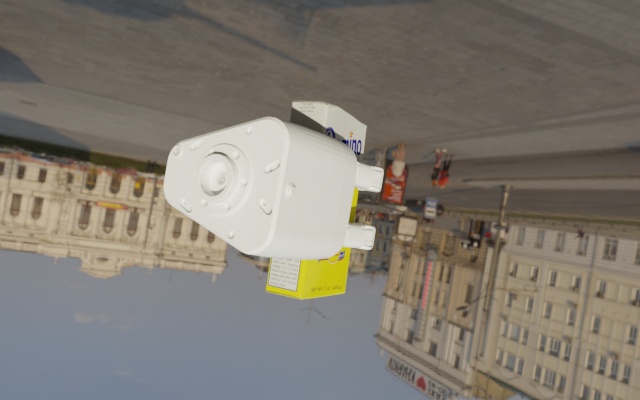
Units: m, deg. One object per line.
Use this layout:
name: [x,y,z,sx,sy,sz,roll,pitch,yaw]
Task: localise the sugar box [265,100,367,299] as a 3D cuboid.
sugar box: [0.000,0.002,0.461,0.048,0.176,0.093,9,-1,28]
